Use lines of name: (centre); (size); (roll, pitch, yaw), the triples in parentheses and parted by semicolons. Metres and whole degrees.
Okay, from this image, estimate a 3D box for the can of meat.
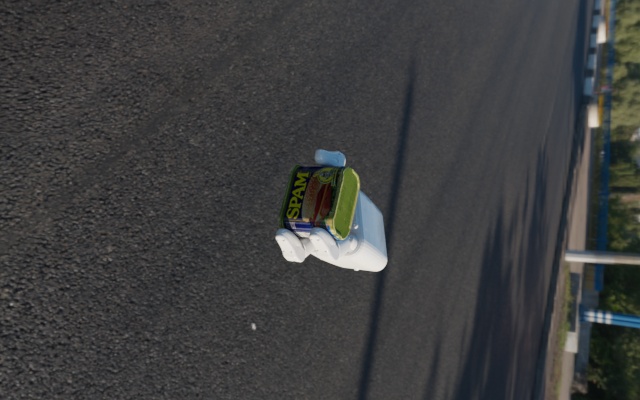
can of meat: (0.000, 0.002, 0.649); (0.084, 0.102, 0.057); (2, -22, 31)
